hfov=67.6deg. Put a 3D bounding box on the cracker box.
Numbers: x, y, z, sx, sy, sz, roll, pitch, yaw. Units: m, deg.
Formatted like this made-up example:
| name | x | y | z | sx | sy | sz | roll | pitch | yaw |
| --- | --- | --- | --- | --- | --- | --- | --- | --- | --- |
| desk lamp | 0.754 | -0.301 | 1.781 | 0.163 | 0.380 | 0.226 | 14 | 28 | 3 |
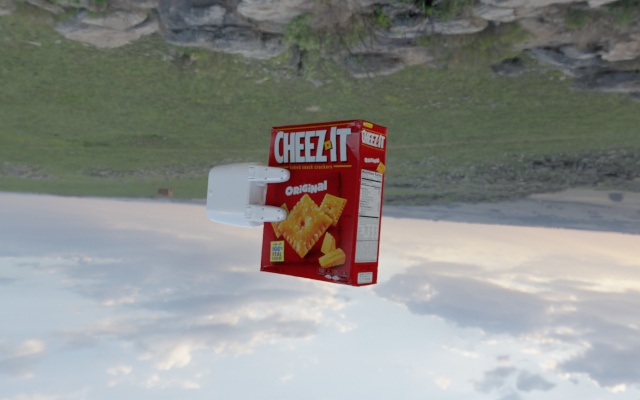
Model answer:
| name | x | y | z | sx | sy | sz | roll | pitch | yaw |
| --- | --- | --- | --- | --- | --- | --- | --- | --- | --- |
| cracker box | 0.000 | 0.002 | 0.663 | 0.164 | 0.213 | 0.072 | 2 | -2 | 39 |
